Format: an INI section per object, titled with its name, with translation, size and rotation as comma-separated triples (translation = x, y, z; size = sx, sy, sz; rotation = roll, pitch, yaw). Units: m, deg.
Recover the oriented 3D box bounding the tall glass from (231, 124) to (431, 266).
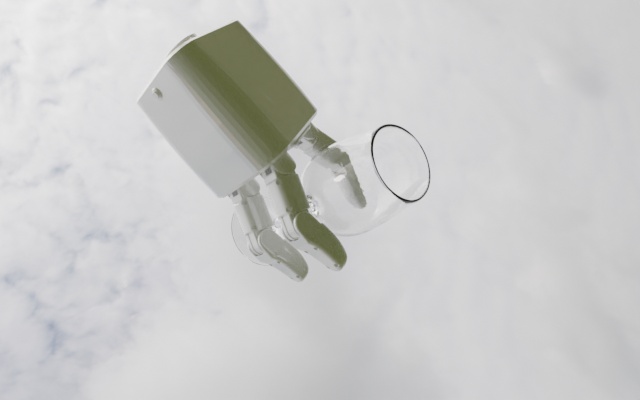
[tall glass]
translation = 0.000, 0.002, 0.423
size = 0.079, 0.079, 0.201
rotation = 0, -17, -39
